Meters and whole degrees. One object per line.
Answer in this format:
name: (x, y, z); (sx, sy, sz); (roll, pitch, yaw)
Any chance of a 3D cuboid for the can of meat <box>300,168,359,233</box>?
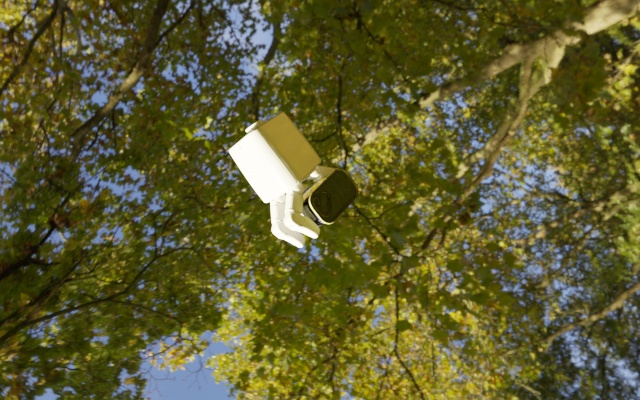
can of meat: (0.000, 0.003, 0.785); (0.084, 0.057, 0.102); (-25, 16, 52)
